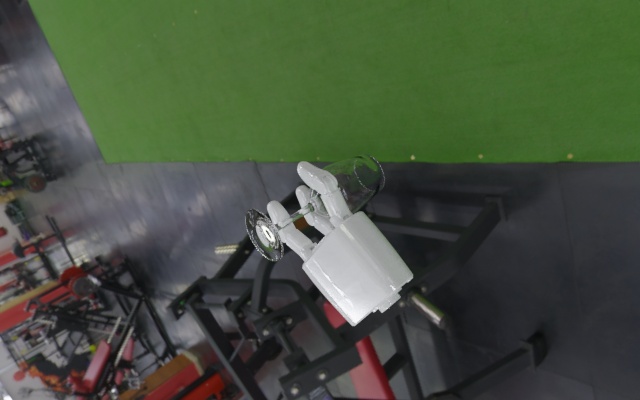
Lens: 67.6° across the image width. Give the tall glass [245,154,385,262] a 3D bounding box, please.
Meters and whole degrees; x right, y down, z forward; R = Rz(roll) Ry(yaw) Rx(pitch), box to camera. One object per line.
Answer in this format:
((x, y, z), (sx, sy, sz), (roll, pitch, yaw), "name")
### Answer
((0.000, 0.002, 0.651), (0.201, 0.079, 0.079), (-31, 18, -33), "tall glass")
